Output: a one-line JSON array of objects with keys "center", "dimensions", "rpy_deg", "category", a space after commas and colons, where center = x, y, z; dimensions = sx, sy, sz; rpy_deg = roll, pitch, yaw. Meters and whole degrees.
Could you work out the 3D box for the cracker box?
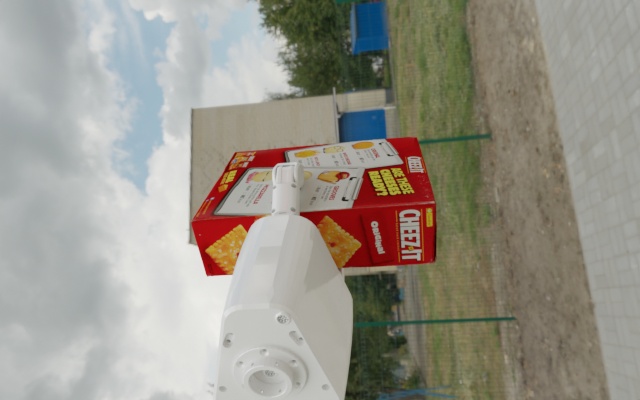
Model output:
[{"center": [0.000, 0.001, 0.489], "dimensions": [0.214, 0.072, 0.164], "rpy_deg": [-4, 27, 7], "category": "cracker box"}]
